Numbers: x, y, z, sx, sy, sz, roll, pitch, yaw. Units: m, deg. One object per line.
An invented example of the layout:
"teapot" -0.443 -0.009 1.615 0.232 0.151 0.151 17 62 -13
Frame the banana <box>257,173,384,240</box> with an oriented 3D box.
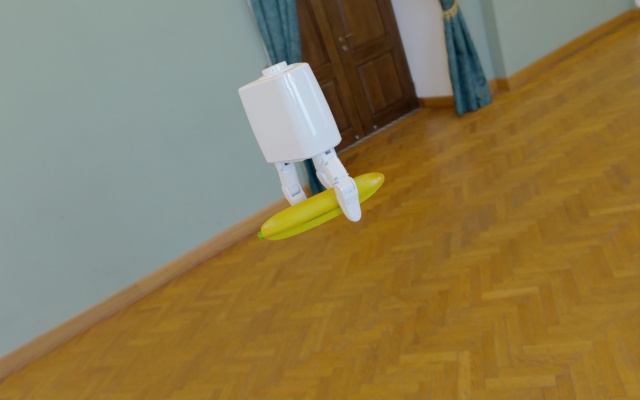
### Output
"banana" -0.002 0.008 0.646 0.198 0.037 0.069 -24 14 3
